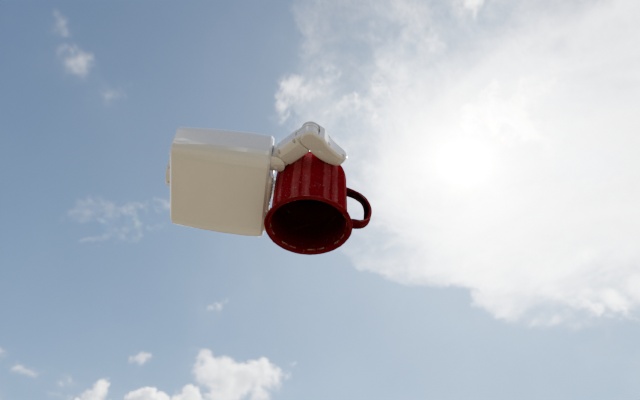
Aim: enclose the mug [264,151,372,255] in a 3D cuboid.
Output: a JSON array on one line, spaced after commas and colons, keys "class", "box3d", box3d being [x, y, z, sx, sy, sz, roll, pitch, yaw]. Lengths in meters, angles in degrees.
[{"class": "mug", "box3d": [0.002, 0.002, 0.530, 0.117, 0.081, 0.093, 8, -45, -6]}]
